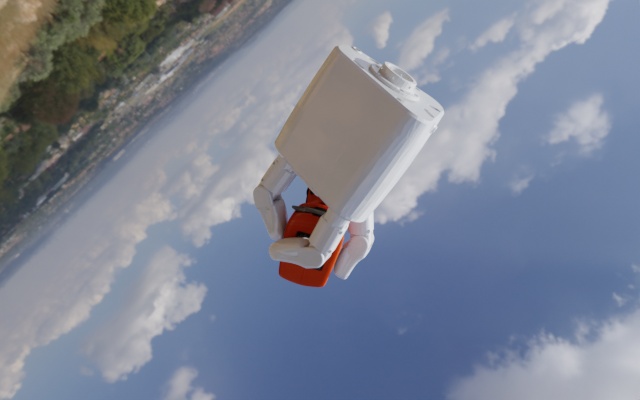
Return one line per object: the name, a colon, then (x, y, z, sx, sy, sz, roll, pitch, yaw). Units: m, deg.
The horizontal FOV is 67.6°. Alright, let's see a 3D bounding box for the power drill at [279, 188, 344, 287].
power drill: (0.000, 0.002, 0.547, 0.057, 0.187, 0.185, 13, -44, 0)
